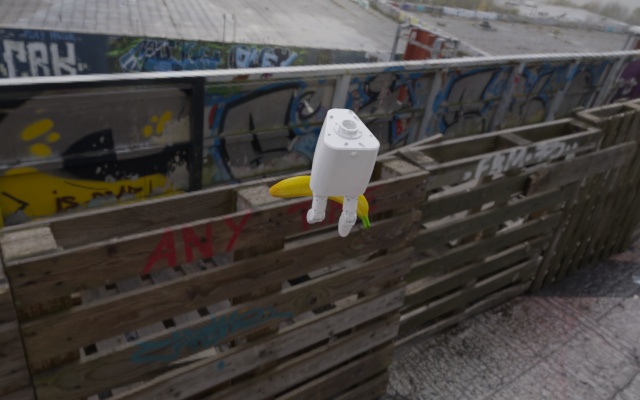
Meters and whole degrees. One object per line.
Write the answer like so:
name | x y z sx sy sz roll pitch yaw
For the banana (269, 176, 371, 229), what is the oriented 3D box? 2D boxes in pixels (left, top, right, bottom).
banana | 0.008 -0.011 0.882 0.198 0.069 0.037 18 -32 -4
